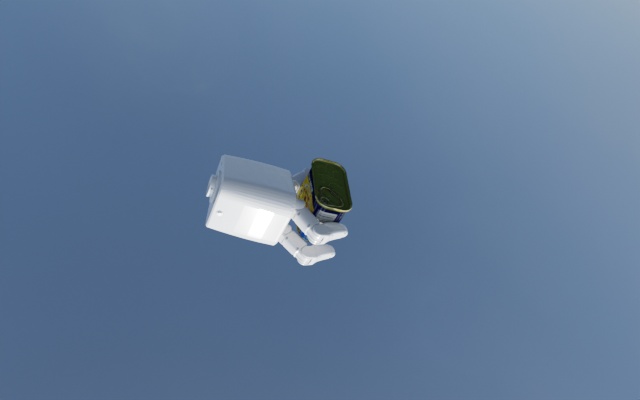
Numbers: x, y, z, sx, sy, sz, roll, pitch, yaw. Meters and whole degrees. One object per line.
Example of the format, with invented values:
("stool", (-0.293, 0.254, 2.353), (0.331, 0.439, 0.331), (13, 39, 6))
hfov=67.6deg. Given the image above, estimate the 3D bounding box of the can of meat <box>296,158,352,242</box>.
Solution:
("can of meat", (0.000, 0.003, 0.716), (0.057, 0.102, 0.084), (13, -47, -21))
